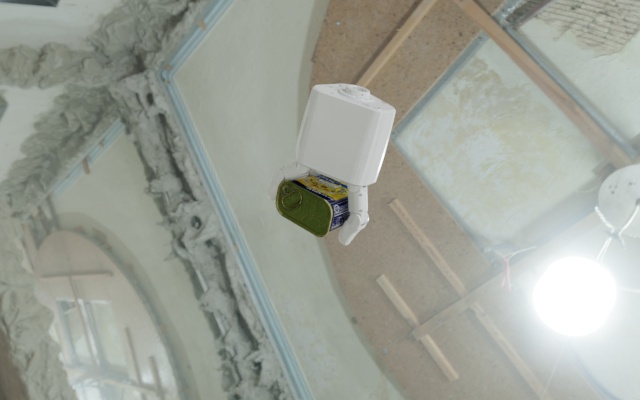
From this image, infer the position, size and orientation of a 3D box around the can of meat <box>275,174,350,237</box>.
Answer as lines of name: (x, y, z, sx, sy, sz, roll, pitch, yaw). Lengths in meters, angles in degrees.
can of meat: (0.000, 0.002, 0.700, 0.102, 0.057, 0.084, 28, 29, 31)
